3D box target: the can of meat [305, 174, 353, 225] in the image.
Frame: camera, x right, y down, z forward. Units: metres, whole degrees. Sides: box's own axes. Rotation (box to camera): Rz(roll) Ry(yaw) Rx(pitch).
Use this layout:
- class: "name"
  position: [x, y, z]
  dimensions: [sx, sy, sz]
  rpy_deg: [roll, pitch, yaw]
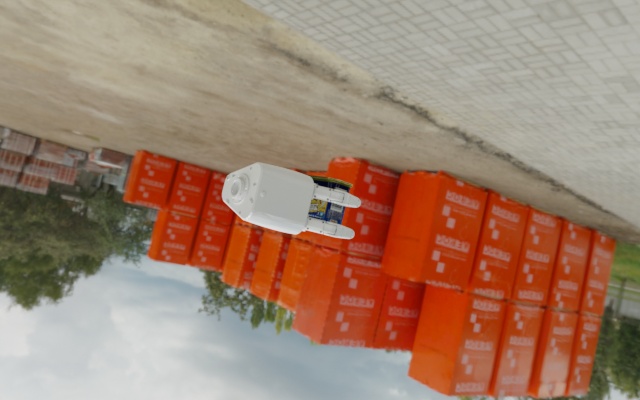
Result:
- class: "can of meat"
  position: [0.000, 0.003, 0.844]
  dimensions: [0.057, 0.084, 0.102]
  rpy_deg: [17, -5, -44]
